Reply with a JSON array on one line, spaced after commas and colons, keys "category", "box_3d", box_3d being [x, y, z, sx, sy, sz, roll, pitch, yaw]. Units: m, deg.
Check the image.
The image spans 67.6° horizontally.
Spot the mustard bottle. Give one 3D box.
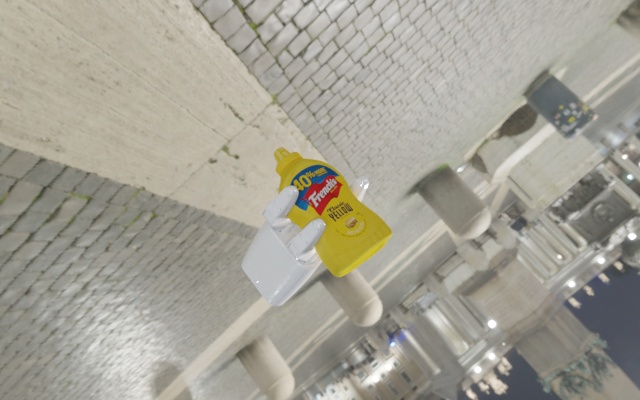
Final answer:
[{"category": "mustard bottle", "box_3d": [0.000, 0.002, 0.635, 0.096, 0.191, 0.058, -31, -19, -26]}]
